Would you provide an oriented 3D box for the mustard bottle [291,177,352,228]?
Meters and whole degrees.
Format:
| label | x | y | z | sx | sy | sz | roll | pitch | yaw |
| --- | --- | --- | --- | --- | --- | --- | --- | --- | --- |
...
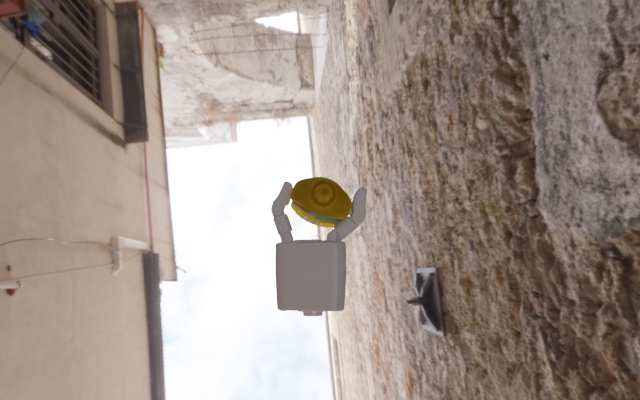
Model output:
| label | x | y | z | sx | sy | sz | roll | pitch | yaw |
| --- | --- | --- | --- | --- | --- | --- | --- | --- | --- |
| mustard bottle | 0.000 | 0.002 | 0.758 | 0.096 | 0.058 | 0.192 | 23 | -9 | 1 |
